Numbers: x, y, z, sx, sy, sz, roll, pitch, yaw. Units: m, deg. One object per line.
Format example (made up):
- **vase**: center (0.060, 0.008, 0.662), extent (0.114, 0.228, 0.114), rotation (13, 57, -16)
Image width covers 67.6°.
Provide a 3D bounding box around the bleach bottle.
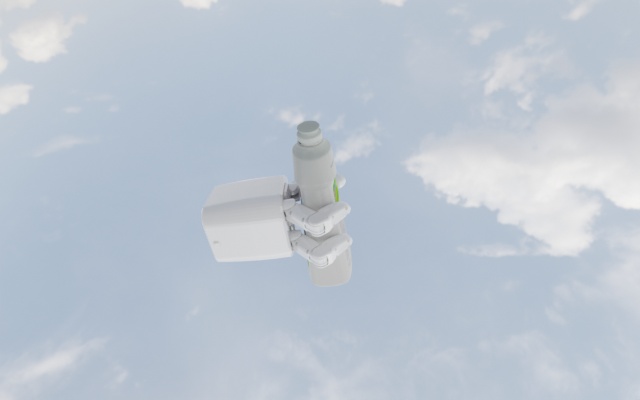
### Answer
- **bleach bottle**: center (0.000, 0.002, 0.659), extent (0.068, 0.251, 0.102), rotation (-7, 39, 3)
